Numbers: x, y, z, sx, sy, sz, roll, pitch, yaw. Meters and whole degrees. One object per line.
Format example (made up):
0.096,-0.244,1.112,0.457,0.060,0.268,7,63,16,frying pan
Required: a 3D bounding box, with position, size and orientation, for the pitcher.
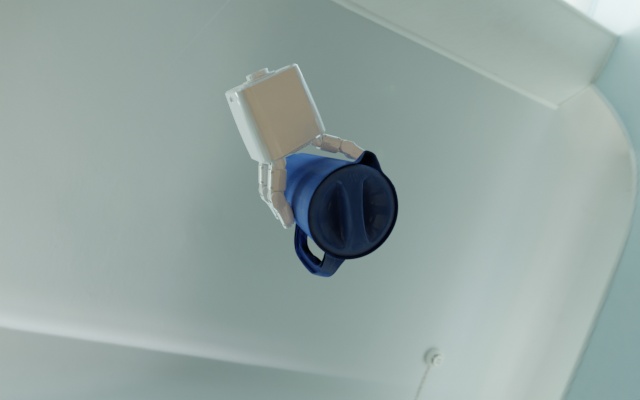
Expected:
0.000,0.002,0.737,0.149,0.145,0.242,-30,20,-13,pitcher
